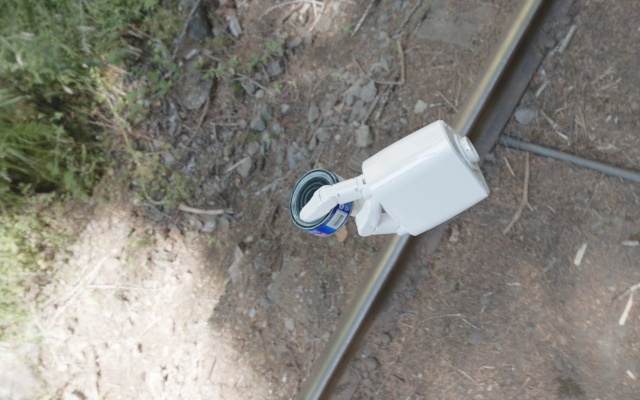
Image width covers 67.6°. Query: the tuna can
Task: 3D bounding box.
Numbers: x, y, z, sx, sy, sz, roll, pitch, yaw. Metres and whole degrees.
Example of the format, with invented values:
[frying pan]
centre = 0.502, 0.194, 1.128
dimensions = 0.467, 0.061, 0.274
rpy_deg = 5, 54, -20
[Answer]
[tuna can]
centre = 0.000, 0.002, 0.628
dimensions = 0.086, 0.086, 0.034
rpy_deg = 0, -17, 42
